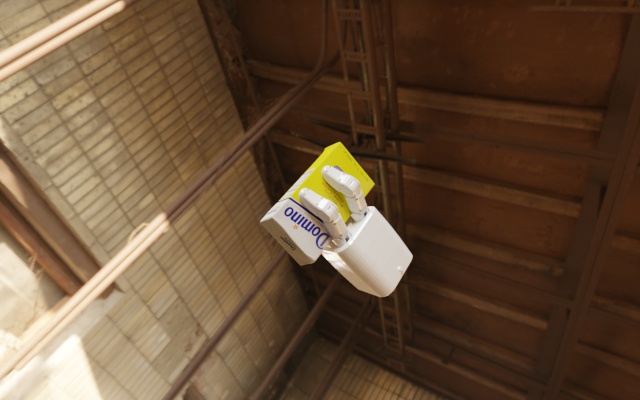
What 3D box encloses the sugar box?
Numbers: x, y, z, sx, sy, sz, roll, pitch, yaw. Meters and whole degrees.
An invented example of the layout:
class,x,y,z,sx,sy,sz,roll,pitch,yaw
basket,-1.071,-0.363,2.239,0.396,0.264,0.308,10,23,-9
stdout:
class,x,y,z,sx,sy,sz,roll,pitch,yaw
sugar box,0.001,0.002,0.717,0.048,0.093,0.176,-22,25,53
